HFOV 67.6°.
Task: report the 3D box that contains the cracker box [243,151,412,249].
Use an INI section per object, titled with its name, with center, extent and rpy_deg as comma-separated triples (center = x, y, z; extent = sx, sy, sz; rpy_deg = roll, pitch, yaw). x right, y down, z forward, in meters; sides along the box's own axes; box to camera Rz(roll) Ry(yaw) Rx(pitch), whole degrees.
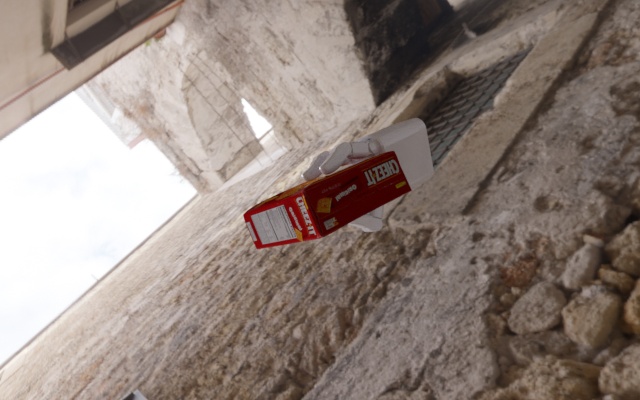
[cracker box]
center = 0.000, 0.003, 0.709
extent = 0.164, 0.072, 0.214
rpy_deg = -26, 4, -31
